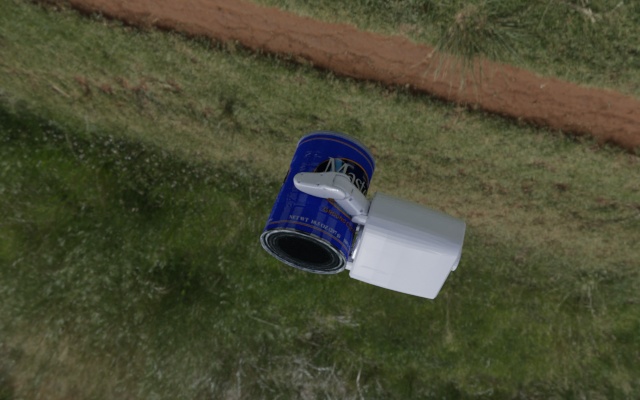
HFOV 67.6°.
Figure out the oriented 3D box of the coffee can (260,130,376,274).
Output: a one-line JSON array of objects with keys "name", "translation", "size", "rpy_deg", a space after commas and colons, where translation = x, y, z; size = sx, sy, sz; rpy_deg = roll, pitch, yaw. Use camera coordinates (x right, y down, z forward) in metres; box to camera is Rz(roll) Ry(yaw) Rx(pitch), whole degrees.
[{"name": "coffee can", "translation": [0.000, 0.002, 0.570], "size": [0.103, 0.140, 0.103], "rpy_deg": [15, -29, 8]}]
